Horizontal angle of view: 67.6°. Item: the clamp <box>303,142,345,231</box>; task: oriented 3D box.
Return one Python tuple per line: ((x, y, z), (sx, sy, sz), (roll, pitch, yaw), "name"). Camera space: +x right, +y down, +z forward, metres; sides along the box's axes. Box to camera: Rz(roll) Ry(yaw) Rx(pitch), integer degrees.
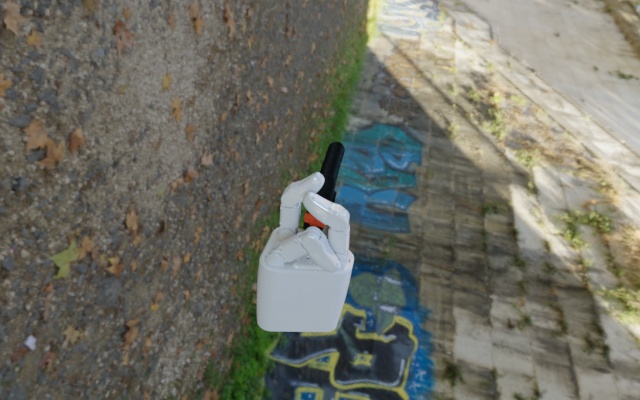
((0.001, 0.002, 0.651), (0.039, 0.120, 0.171), (13, 31, 5), "clamp")
